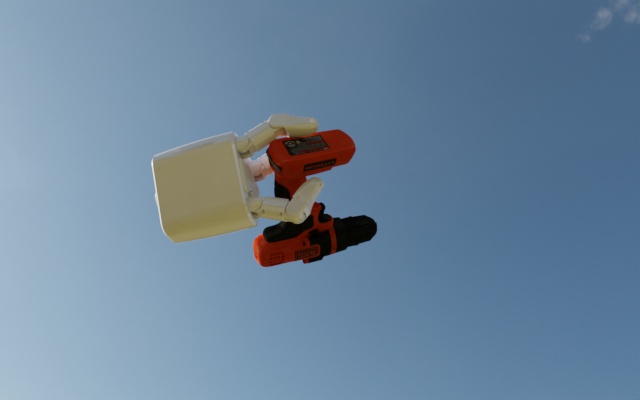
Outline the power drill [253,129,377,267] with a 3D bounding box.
[{"bbox_3d":[0.000,0.002,0.634,0.184,0.188,0.057,-13,39,-20],"label":"power drill"}]
